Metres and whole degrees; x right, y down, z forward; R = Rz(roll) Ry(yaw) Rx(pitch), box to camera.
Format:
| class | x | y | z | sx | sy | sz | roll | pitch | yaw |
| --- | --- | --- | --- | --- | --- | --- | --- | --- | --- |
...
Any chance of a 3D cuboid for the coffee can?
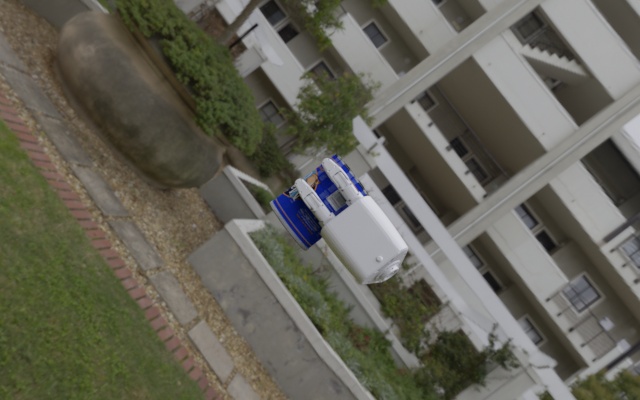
| class | x | y | z | sx | sy | sz | roll | pitch | yaw |
| --- | --- | --- | --- | --- | --- | --- | --- | --- | --- |
| coffee can | 0.000 | 0.003 | 0.806 | 0.140 | 0.103 | 0.103 | -37 | 0 | 0 |
